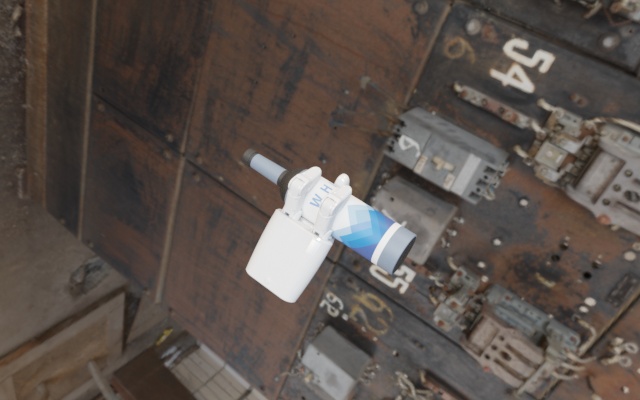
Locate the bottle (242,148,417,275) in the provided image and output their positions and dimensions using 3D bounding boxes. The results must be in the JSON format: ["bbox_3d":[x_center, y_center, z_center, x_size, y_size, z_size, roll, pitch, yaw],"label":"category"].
[{"bbox_3d":[0.000,0.002,0.718,0.295,0.069,0.069,32,12,19],"label":"bottle"}]
